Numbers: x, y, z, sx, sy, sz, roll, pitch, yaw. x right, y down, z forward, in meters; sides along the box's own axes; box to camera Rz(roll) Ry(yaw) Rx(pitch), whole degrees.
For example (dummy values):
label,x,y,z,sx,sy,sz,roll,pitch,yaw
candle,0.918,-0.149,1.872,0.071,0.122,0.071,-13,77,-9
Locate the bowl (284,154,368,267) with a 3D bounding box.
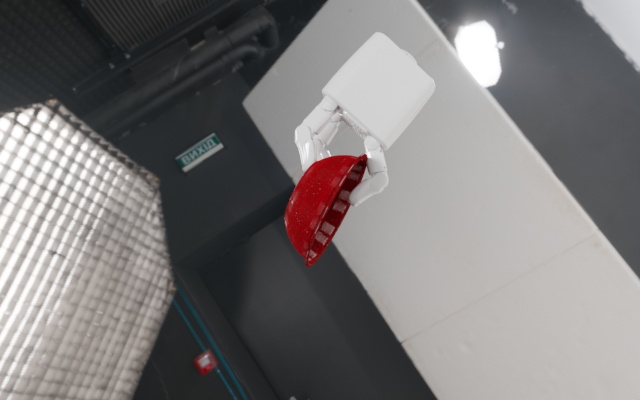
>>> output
label,x,y,z,sx,sy,sz,roll,pitch,yaw
bowl,-0.001,0.003,0.612,0.055,0.162,0.162,27,5,11
